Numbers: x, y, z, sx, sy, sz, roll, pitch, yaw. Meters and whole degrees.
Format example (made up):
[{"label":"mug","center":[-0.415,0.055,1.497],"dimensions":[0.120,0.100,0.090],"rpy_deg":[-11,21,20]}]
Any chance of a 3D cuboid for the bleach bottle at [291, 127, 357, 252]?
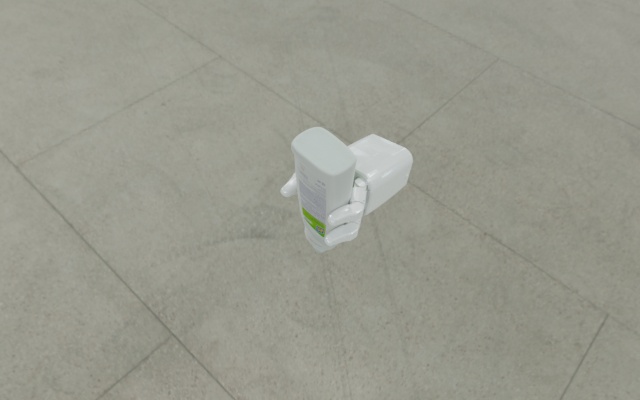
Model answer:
[{"label":"bleach bottle","center":[0.000,0.003,0.797],"dimensions":[0.068,0.251,0.102],"rpy_deg":[-34,61,-26]}]
